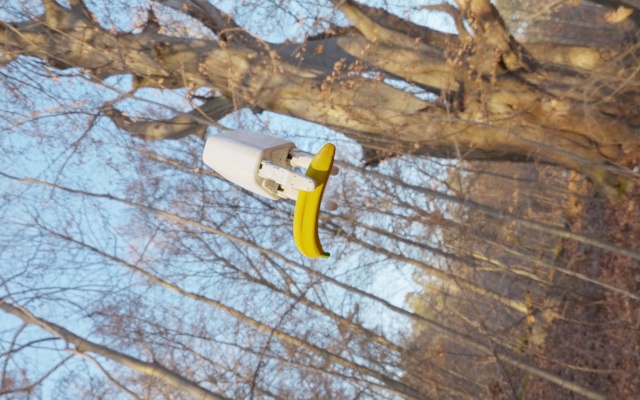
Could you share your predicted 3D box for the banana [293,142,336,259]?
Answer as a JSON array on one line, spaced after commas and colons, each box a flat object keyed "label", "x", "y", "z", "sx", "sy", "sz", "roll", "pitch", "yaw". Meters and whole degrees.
[{"label": "banana", "x": -0.011, "y": 0.012, "z": 0.713, "sx": 0.037, "sy": 0.198, "sz": 0.069, "roll": 20, "pitch": 32, "yaw": 28}]
